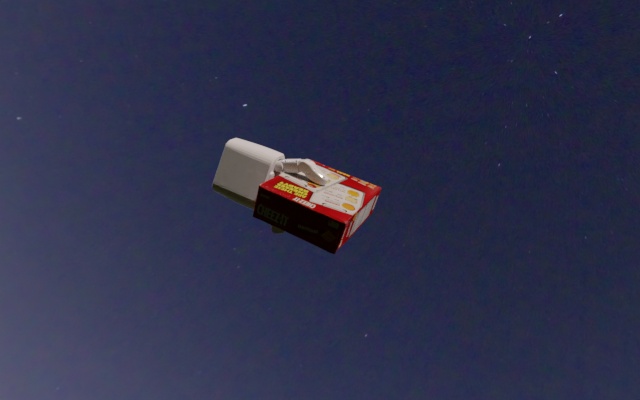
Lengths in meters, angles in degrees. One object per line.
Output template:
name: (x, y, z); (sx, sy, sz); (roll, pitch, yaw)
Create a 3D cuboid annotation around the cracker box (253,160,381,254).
cracker box: (0.000, 0.003, 0.880); (0.164, 0.072, 0.213); (23, 25, 15)
